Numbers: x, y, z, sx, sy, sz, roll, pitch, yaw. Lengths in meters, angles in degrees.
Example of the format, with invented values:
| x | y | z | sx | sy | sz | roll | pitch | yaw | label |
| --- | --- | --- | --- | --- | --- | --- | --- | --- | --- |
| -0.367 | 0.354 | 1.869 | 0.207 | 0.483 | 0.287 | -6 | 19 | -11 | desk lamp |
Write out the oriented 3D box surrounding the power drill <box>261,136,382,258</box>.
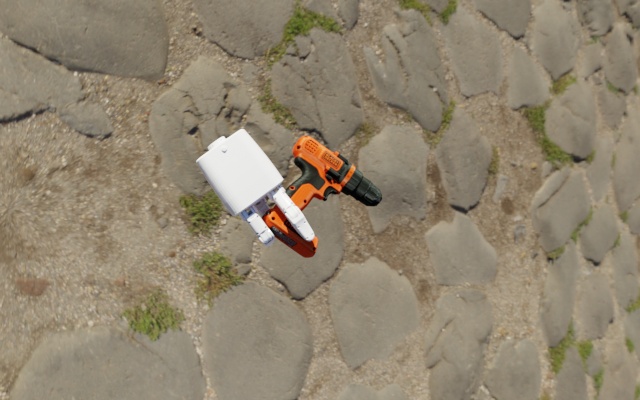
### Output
| x | y | z | sx | sy | sz | roll | pitch | yaw | label |
| --- | --- | --- | --- | --- | --- | --- | --- | --- | --- |
| 0.000 | 0.003 | 0.825 | 0.184 | 0.187 | 0.057 | 35 | -27 | -6 | power drill |
